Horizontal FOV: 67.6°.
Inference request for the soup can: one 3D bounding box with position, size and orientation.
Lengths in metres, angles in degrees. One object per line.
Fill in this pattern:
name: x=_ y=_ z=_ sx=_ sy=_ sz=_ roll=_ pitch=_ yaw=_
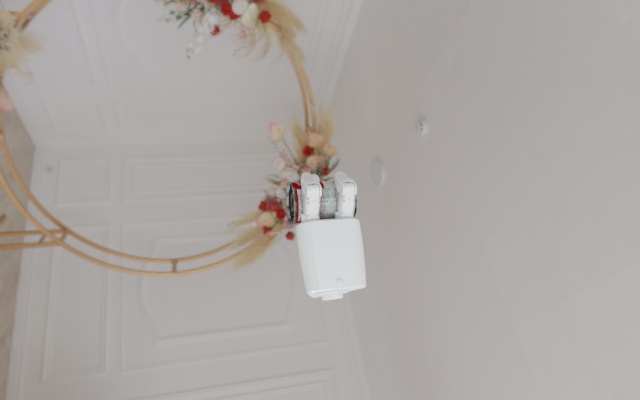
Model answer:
soup can: x=0.000 y=0.002 z=0.766 sx=0.102 sy=0.068 sz=0.068 roll=-3 pitch=1 yaw=-15
